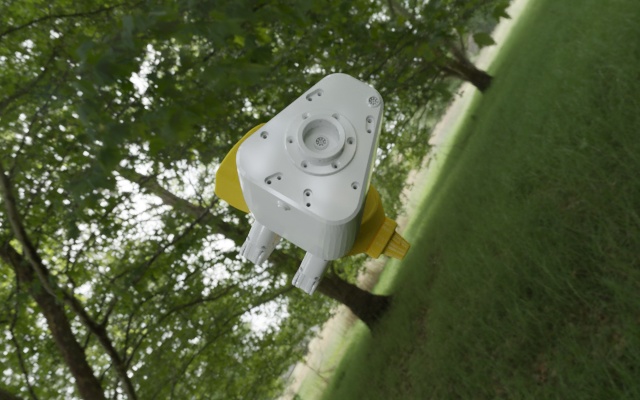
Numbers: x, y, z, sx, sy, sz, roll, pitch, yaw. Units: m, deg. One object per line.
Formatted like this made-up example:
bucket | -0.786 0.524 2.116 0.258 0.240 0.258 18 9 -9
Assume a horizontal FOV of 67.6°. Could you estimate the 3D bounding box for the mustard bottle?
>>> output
mustard bottle | 0.000 0.002 0.467 0.191 0.096 0.058 30 -40 8
